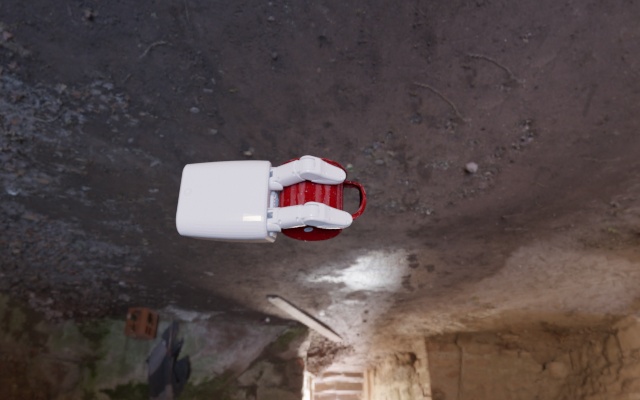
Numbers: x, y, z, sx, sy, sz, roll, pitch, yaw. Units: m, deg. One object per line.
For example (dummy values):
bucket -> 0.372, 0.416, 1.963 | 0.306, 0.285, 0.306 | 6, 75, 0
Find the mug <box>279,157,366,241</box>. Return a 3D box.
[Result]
mug -> 0.002, 0.002, 0.613 | 0.117, 0.081, 0.093 | 0, -25, 2
